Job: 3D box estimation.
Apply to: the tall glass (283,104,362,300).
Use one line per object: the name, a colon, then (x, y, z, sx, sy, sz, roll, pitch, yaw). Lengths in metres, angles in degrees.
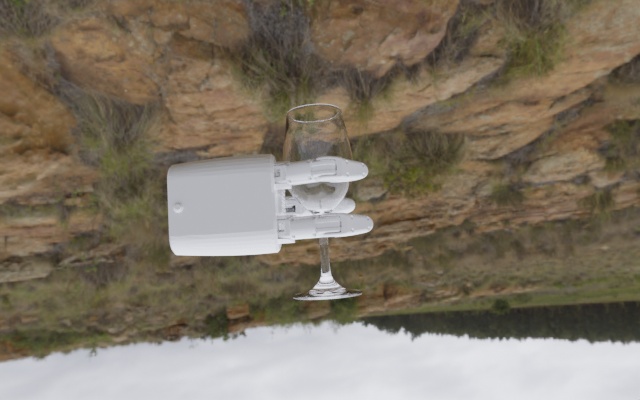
tall glass: (0.000, 0.002, 0.516, 0.079, 0.201, 0.079, -4, -6, 0)
